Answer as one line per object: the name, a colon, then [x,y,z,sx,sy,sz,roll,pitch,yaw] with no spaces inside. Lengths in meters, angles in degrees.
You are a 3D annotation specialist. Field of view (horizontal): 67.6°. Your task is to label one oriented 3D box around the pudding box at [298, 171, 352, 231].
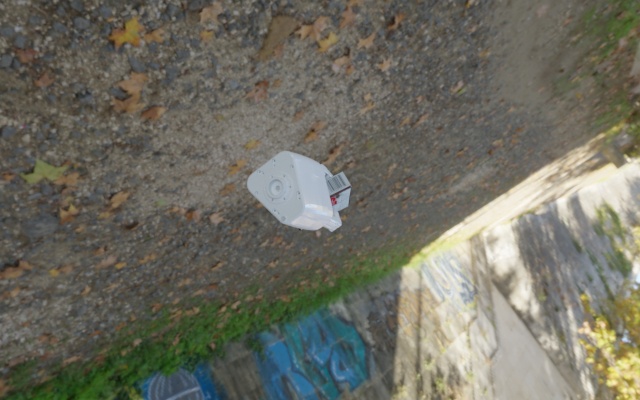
pudding box: [0.000,0.003,0.879,0.113,0.039,0.090,-25,-21,-11]
